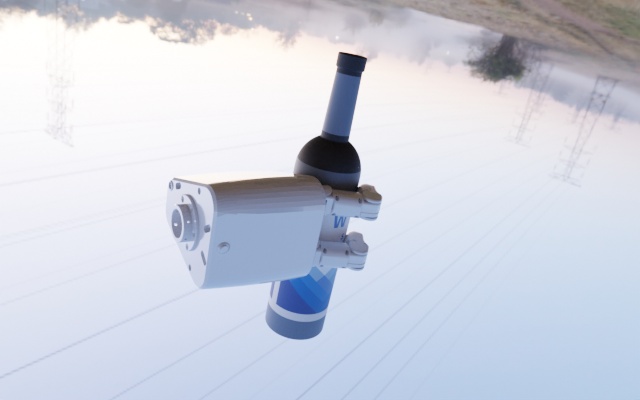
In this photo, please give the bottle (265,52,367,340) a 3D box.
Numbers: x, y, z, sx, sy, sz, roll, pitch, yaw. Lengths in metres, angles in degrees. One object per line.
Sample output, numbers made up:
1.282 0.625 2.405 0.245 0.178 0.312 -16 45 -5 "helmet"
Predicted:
0.000 0.002 0.487 0.069 0.296 0.069 11 20 -4 "bottle"
